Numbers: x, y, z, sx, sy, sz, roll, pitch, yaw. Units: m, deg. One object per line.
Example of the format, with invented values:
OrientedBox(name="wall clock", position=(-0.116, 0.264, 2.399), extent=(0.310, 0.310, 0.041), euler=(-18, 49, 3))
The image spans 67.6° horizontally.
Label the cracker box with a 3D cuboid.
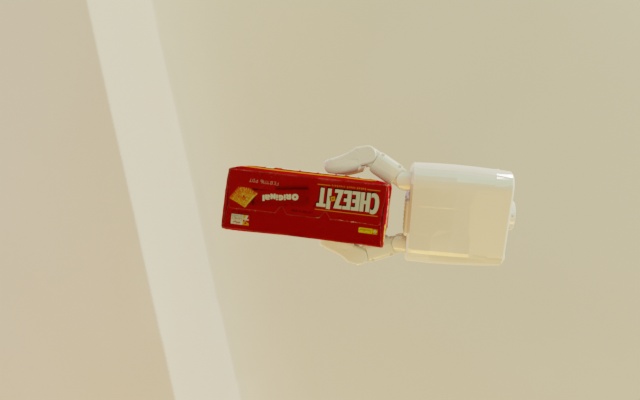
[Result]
OrientedBox(name="cracker box", position=(0.000, 0.002, 0.567), extent=(0.164, 0.072, 0.213), euler=(6, 2, 9))
